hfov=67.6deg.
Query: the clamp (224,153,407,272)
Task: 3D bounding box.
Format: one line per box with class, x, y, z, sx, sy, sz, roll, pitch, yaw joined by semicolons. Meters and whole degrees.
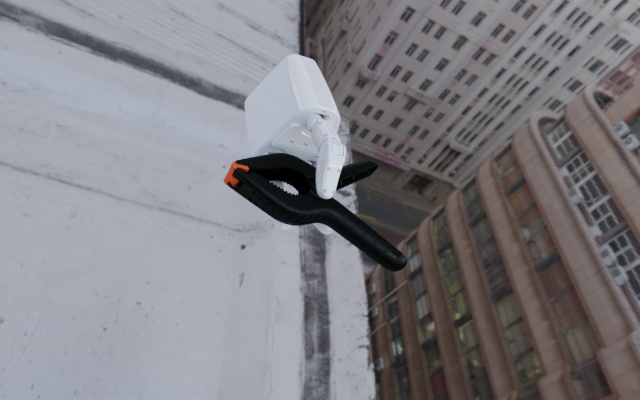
clamp;0.000;0.001;0.526;0.210;0.164;0.036;9;-45;-30
